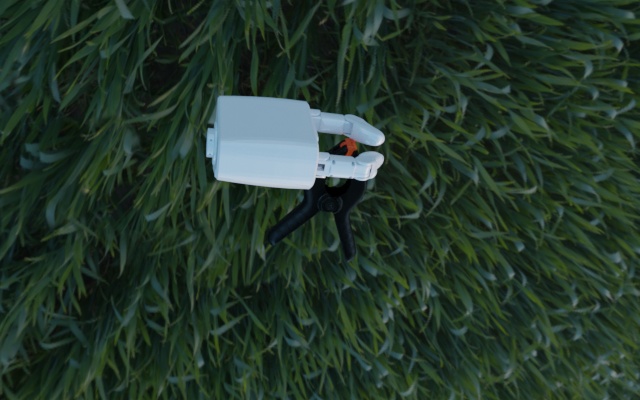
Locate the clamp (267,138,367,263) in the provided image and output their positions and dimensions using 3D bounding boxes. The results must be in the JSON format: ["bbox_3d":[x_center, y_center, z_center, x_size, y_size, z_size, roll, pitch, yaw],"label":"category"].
[{"bbox_3d":[0.000,0.002,0.601,0.120,0.171,0.039,3,27,-14],"label":"clamp"}]
